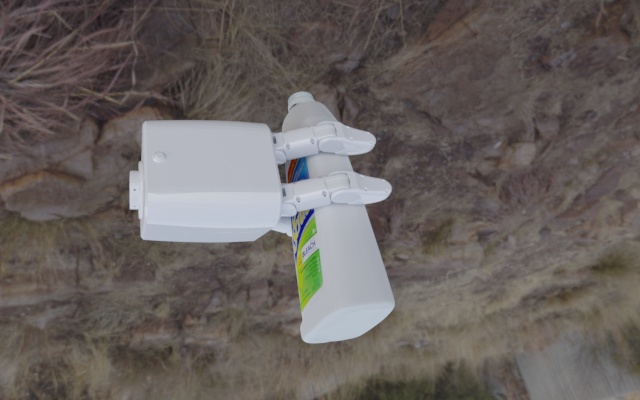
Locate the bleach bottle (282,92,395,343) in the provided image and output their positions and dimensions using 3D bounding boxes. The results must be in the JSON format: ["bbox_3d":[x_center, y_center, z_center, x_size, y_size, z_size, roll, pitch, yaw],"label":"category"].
[{"bbox_3d":[0.000,0.002,0.471,0.068,0.250,0.103,0,-31,-22],"label":"bleach bottle"}]
